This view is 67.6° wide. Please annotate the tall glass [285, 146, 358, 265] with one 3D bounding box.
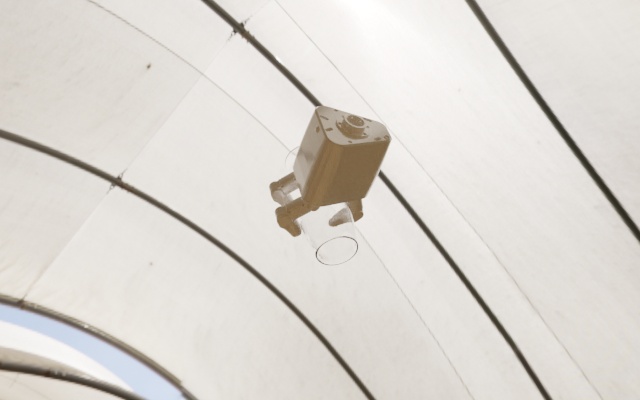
[{"bbox_3d":[0.000,0.002,0.731,0.079,0.079,0.201,0,44,-19],"label":"tall glass"}]
